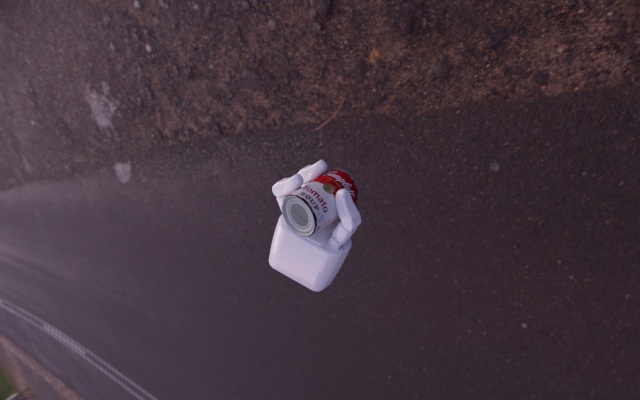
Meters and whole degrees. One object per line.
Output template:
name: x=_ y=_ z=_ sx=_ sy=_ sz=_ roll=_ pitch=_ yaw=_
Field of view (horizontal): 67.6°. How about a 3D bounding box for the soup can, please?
soup can: x=0.000 y=0.002 z=0.705 sx=0.068 sy=0.068 sz=0.102 roll=0 pitch=24 yaw=45
